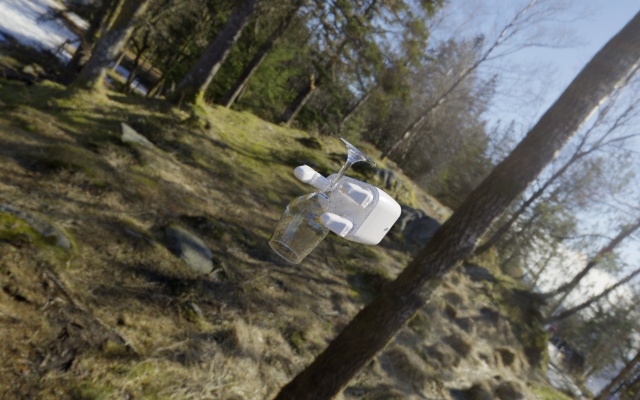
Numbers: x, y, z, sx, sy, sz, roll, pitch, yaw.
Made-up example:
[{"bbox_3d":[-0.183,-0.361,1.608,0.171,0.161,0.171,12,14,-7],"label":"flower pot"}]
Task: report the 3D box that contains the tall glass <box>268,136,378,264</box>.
[{"bbox_3d":[0.000,0.002,0.747,0.079,0.201,0.079,36,8,-6],"label":"tall glass"}]
